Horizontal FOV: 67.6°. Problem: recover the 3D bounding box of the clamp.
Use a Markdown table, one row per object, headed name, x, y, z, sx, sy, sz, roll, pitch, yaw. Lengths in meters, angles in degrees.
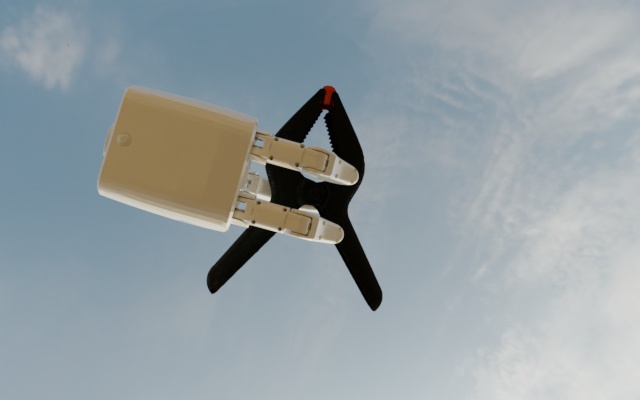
| name | x | y | z | sx | sy | sz | roll | pitch | yaw |
| --- | --- | --- | --- | --- | --- | --- | --- | --- | --- |
| clamp | 0.000 | 0.001 | 0.449 | 0.164 | 0.210 | 0.036 | 16 | -4 | -13 |
